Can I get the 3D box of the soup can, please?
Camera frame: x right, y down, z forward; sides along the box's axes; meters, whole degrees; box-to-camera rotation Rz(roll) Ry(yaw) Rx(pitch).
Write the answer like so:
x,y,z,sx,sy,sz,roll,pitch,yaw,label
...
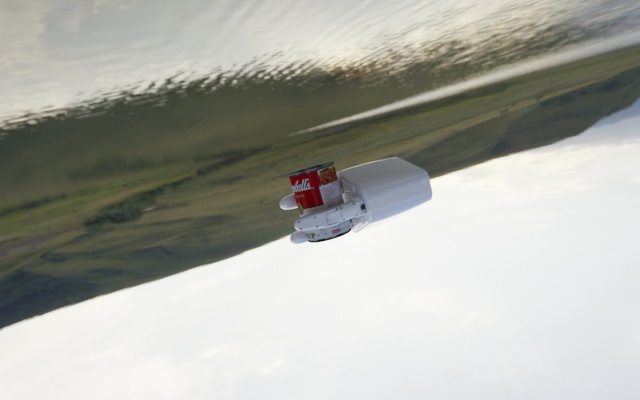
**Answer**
x,y,z,sx,sy,sz,roll,pitch,yaw,label
0.000,0.003,0.684,0.068,0.102,0.068,-15,7,2,soup can
